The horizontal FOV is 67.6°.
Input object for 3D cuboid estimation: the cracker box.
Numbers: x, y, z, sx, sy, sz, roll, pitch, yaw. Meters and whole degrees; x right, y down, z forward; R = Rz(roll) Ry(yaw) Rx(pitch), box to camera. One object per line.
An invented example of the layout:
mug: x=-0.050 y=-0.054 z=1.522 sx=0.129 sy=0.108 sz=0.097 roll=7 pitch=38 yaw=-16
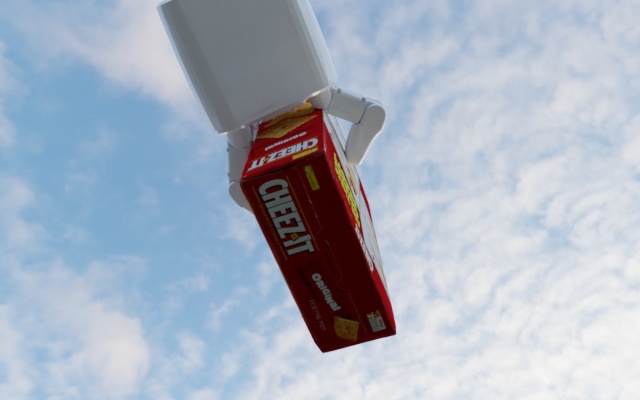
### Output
cracker box: x=0.000 y=0.001 z=0.436 sx=0.072 sy=0.164 sz=0.213 roll=-19 pitch=24 yaw=9
